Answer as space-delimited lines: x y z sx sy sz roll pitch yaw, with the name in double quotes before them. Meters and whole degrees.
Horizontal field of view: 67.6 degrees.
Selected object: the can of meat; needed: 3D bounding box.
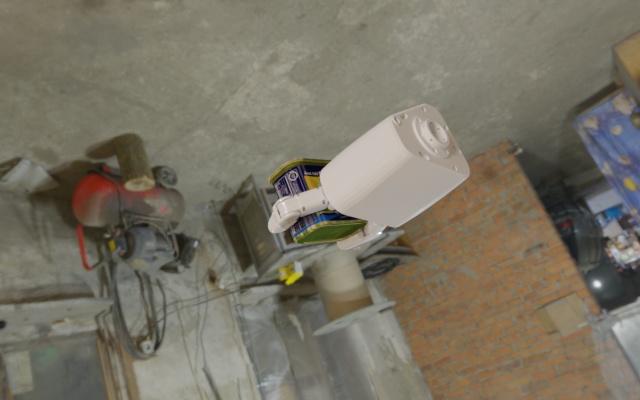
"can of meat" 0.000 0.002 0.559 0.102 0.084 0.057 -1 -28 -46
